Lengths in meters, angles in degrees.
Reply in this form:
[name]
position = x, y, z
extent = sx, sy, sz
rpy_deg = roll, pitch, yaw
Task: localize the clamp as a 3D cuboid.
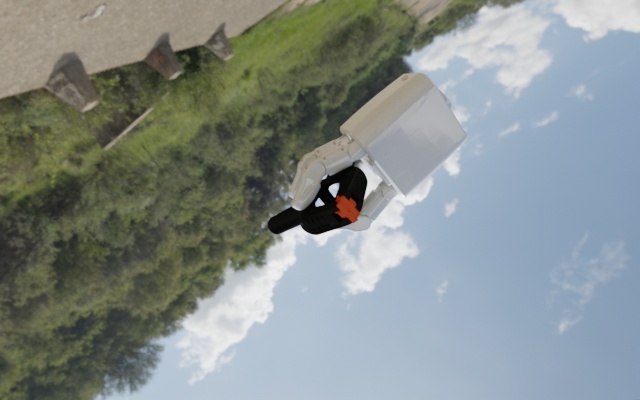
[clamp]
position = 0.001, 0.002, 0.577
extent = 0.036, 0.164, 0.210
rpy_deg = 44, 4, -14
